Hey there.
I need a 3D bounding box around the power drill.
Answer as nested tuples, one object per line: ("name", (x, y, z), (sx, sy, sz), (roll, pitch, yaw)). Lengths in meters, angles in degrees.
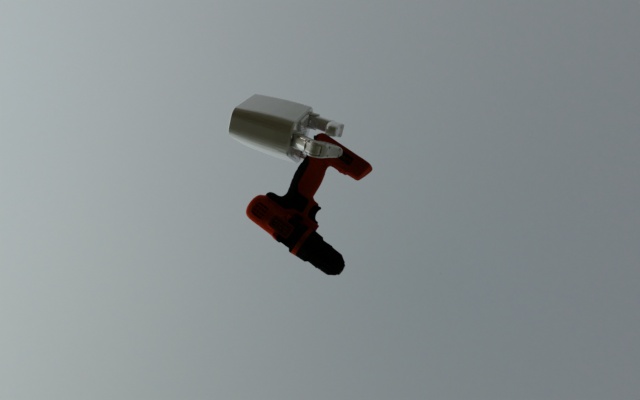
("power drill", (0.000, 0.002, 0.763), (0.184, 0.187, 0.057), (36, -2, 5))
